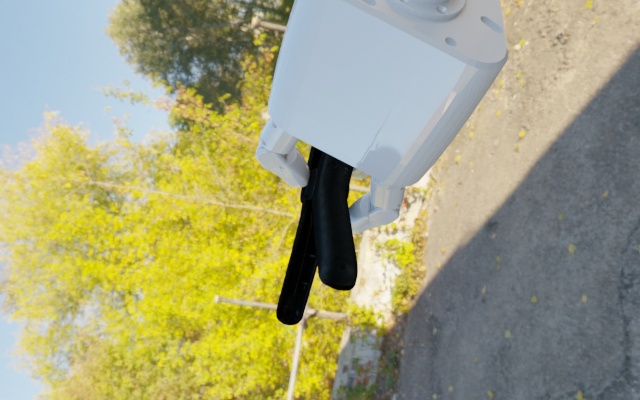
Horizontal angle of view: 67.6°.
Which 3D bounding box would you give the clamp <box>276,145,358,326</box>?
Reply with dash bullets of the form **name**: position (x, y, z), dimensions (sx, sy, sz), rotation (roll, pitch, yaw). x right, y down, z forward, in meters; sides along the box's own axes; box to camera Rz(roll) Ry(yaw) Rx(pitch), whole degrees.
- **clamp**: position (-0.001, 0.001, 0.409), dimensions (0.036, 0.209, 0.165), rotation (14, -32, -12)
